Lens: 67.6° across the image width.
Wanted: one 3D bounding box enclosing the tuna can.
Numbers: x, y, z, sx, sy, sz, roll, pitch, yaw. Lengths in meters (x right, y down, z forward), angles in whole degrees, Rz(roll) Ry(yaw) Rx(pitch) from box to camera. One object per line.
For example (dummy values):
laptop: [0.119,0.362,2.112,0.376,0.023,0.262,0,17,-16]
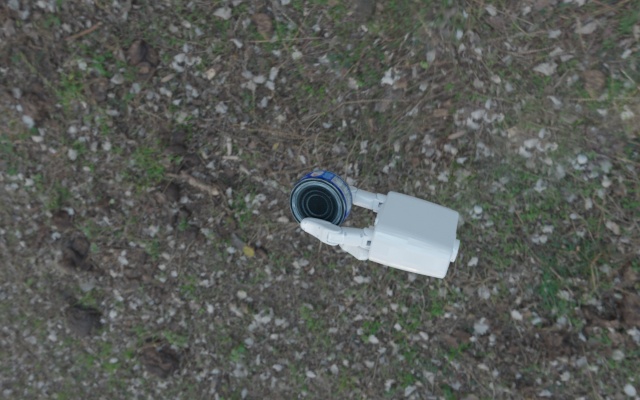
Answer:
tuna can: [0.000,0.002,0.675,0.086,0.086,0.033,0,21,21]
